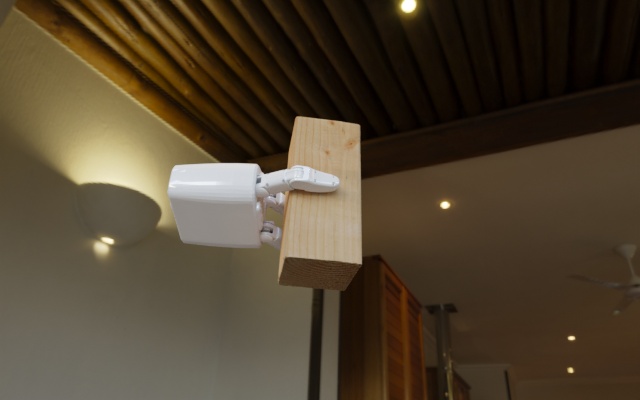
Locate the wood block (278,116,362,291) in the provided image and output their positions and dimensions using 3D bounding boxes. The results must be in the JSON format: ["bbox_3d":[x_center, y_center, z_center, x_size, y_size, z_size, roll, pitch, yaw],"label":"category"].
[{"bbox_3d":[0.000,0.002,0.624,0.090,0.206,0.091,7,-31,-8],"label":"wood block"}]
